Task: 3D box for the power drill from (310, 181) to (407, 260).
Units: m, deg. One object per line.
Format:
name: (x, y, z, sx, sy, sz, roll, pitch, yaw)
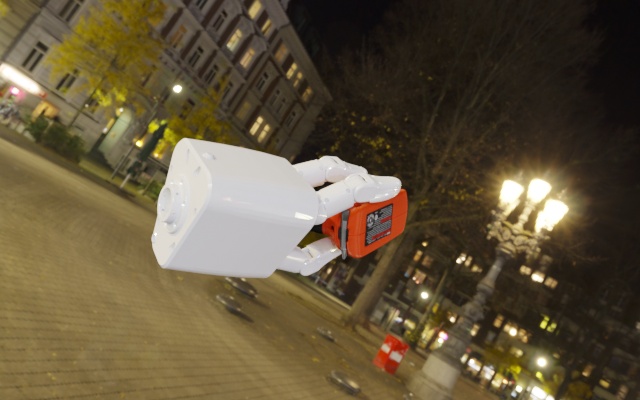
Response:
power drill: (0.000, 0.002, 0.549, 0.187, 0.057, 0.184, 12, 22, 35)
